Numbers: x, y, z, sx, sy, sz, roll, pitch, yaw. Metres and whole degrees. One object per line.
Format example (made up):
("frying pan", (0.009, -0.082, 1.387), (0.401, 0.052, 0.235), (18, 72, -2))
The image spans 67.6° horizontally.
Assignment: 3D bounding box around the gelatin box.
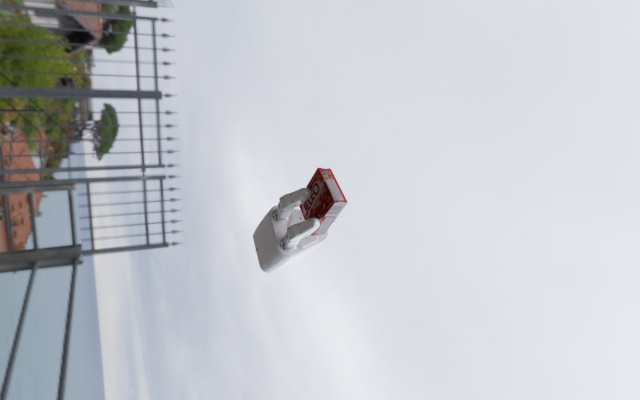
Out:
("gelatin box", (0.001, 0.002, 0.777), (0.030, 0.073, 0.089), (0, -39, -34))
